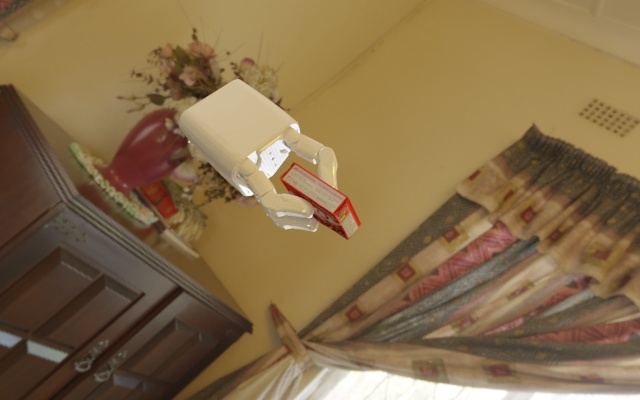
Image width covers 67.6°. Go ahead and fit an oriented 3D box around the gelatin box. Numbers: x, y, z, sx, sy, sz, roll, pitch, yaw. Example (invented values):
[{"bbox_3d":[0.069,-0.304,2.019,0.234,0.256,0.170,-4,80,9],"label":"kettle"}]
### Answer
[{"bbox_3d":[0.001,0.002,0.569,0.089,0.030,0.073,33,-14,28],"label":"gelatin box"}]
